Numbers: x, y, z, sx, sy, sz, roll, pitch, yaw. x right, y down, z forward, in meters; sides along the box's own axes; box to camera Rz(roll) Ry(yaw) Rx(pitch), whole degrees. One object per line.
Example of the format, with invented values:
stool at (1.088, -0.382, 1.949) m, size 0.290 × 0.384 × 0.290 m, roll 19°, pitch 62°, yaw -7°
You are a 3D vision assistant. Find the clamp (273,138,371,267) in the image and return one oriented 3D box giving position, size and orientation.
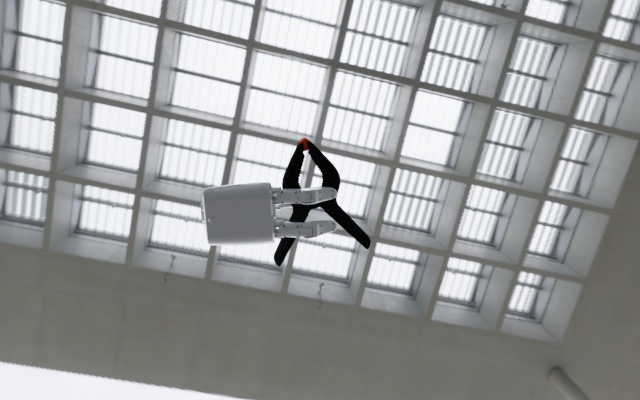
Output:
clamp at (0.000, 0.002, 0.780) m, size 0.164 × 0.210 × 0.036 m, roll -4°, pitch 15°, yaw -7°
